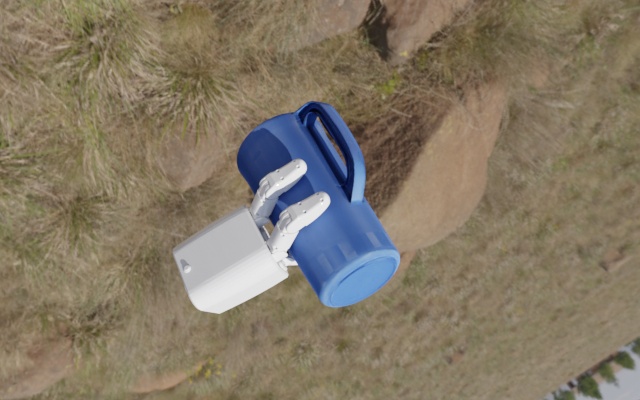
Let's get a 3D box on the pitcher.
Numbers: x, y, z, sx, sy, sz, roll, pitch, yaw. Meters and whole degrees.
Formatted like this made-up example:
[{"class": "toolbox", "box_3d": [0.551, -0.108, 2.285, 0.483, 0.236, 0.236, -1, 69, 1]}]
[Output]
[{"class": "pitcher", "box_3d": [0.000, 0.002, 0.608, 0.145, 0.242, 0.149, -30, -32, -5]}]
